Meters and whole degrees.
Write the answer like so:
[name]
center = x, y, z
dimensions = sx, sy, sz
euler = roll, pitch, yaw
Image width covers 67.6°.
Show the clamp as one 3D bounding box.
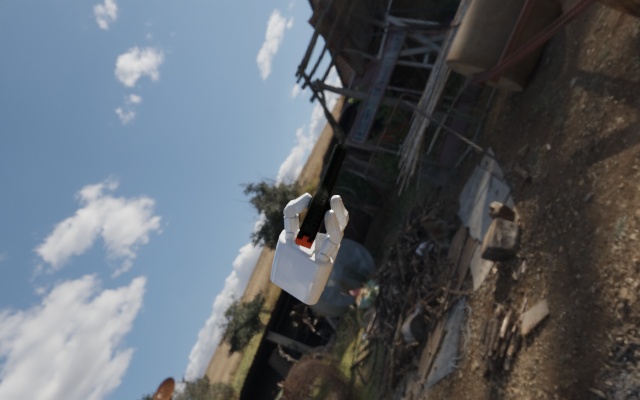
[clamp]
center = -0.001, 0.003, 0.837
dimensions = 0.036, 0.165, 0.210
euler = 19, 31, 4
